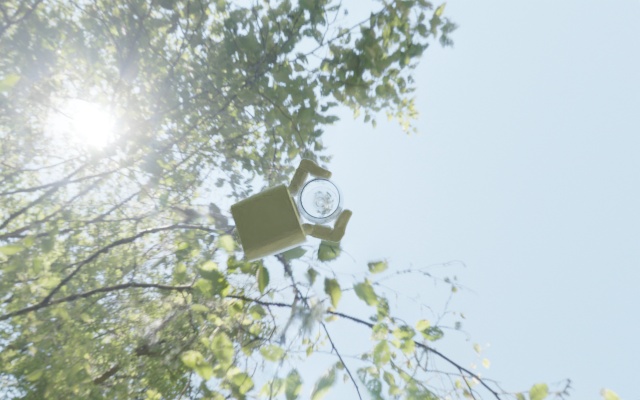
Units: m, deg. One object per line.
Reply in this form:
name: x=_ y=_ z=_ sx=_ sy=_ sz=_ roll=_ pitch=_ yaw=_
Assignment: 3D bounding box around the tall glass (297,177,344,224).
tall glass: x=0.000 y=0.003 z=0.831 sx=0.079 sy=0.079 sz=0.201 roll=0 pitch=-3 yaw=0
